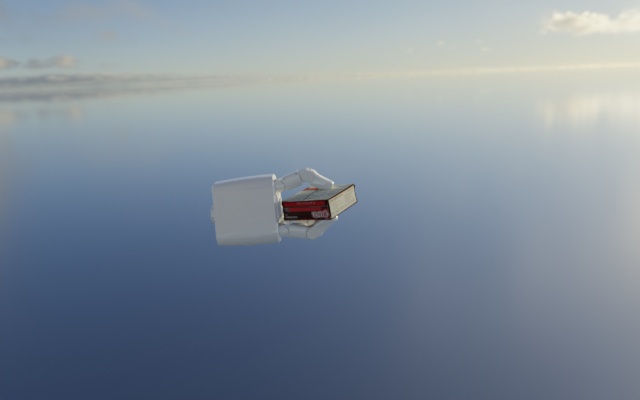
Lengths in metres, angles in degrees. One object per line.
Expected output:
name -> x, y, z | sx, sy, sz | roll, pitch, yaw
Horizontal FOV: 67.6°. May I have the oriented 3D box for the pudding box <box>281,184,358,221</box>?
pudding box -> 0.000, 0.002, 0.812 | 0.090, 0.039, 0.113 | -1, 16, 28
